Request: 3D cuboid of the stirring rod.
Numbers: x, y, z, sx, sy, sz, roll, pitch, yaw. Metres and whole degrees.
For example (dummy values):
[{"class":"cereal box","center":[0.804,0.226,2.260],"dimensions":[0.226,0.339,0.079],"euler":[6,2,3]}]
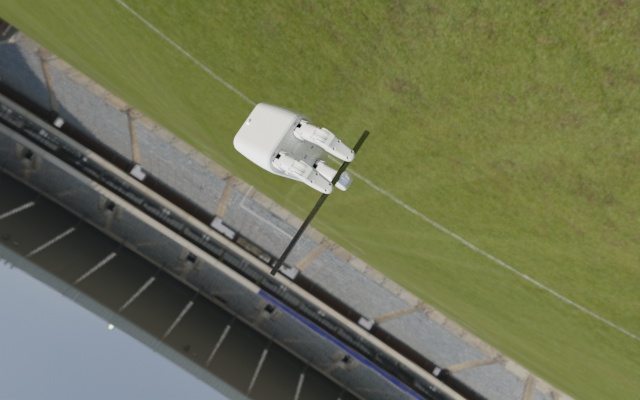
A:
[{"class":"stirring rod","center":[0.000,0.002,0.665],"dimensions":[0.011,0.239,0.011],"euler":[33,-5,3]}]
